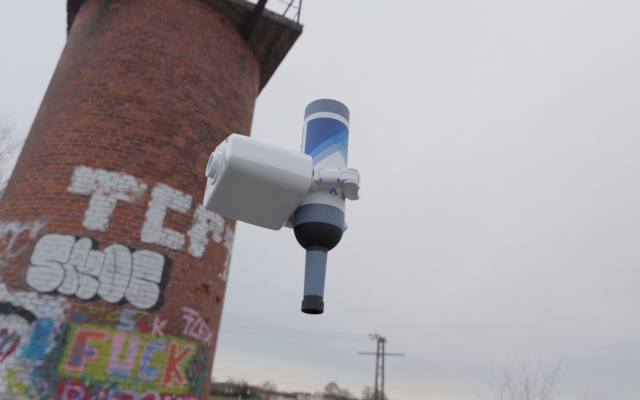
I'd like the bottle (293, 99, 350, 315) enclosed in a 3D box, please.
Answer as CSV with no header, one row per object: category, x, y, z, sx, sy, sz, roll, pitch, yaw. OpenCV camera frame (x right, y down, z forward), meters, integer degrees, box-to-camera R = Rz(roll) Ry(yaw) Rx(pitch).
bottle,0.000,0.002,0.634,0.069,0.295,0.069,3,-27,2
